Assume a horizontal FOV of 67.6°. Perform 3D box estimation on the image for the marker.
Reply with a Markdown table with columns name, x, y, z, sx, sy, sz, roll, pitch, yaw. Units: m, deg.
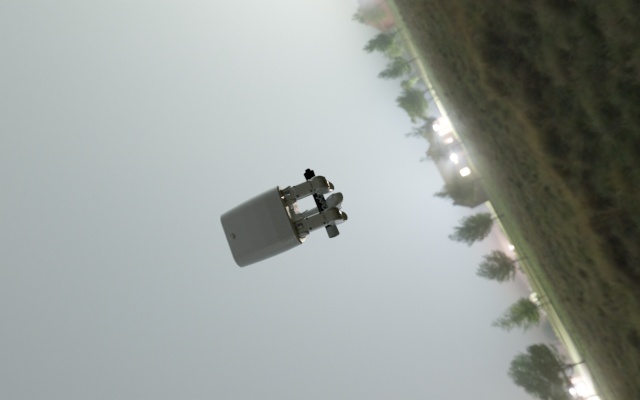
| name | x | y | z | sx | sy | sz | roll | pitch | yaw |
| --- | --- | --- | --- | --- | --- | --- | --- | --- | --- |
| marker | 0.000 | 0.002 | 0.766 | 0.020 | 0.121 | 0.020 | -20 | -16 | -6 |
